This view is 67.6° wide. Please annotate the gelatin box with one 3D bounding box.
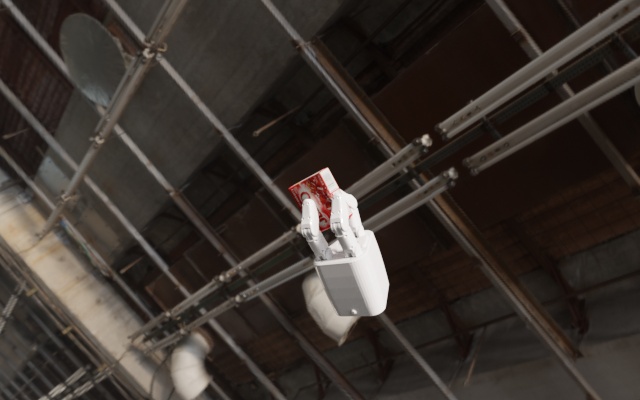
[{"bbox_3d":[0.000,0.002,0.771,0.073,0.089,0.030,-26,5,39],"label":"gelatin box"}]
